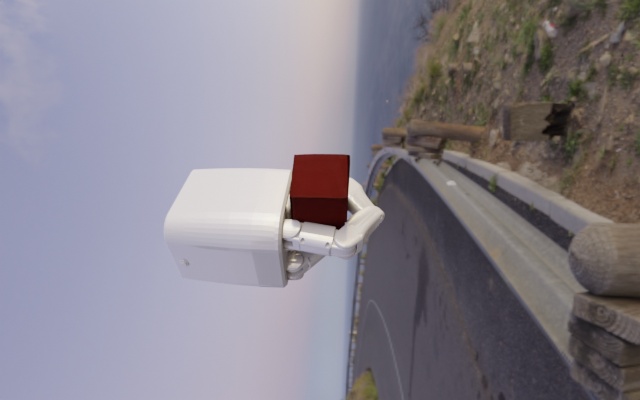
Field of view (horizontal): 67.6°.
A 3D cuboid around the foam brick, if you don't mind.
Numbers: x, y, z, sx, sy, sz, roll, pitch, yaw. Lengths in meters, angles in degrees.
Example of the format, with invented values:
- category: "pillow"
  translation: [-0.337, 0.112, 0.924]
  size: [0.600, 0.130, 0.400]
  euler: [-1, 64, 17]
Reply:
- category: "foam brick"
  translation: [0.000, 0.001, 0.443]
  size: [0.051, 0.053, 0.078]
  euler: [3, -39, 3]
